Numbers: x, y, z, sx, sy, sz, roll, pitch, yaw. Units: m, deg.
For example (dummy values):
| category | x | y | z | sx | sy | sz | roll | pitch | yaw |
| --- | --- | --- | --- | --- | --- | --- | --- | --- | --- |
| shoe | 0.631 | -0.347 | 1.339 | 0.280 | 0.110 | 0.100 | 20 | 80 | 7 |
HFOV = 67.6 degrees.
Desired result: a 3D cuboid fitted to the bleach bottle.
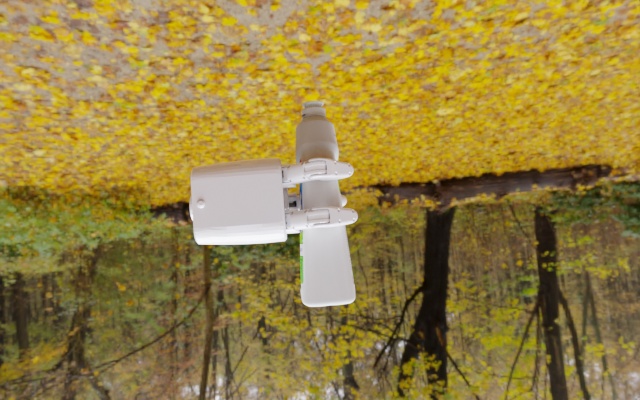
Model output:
| category | x | y | z | sx | sy | sz | roll | pitch | yaw |
| --- | --- | --- | --- | --- | --- | --- | --- | --- | --- |
| bleach bottle | 0.000 | 0.002 | 0.607 | 0.068 | 0.251 | 0.102 | -4 | -6 | -3 |
